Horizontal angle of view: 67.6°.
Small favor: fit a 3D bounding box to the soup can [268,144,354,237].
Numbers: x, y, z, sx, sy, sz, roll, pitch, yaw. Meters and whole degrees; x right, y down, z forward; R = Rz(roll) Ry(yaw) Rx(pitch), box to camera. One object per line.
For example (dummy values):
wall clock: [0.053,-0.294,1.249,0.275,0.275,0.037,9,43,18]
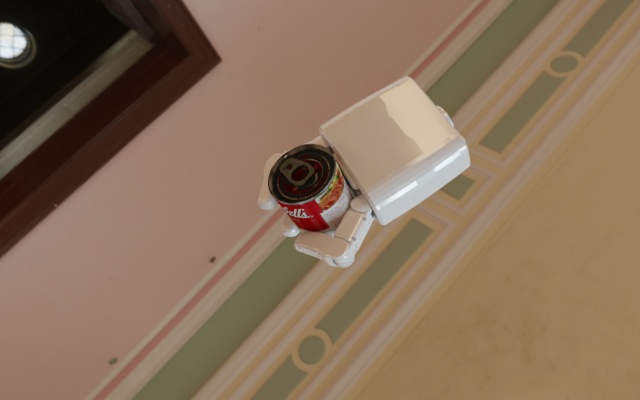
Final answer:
soup can: [0.000,0.002,0.474,0.068,0.068,0.102,0,-33,25]
